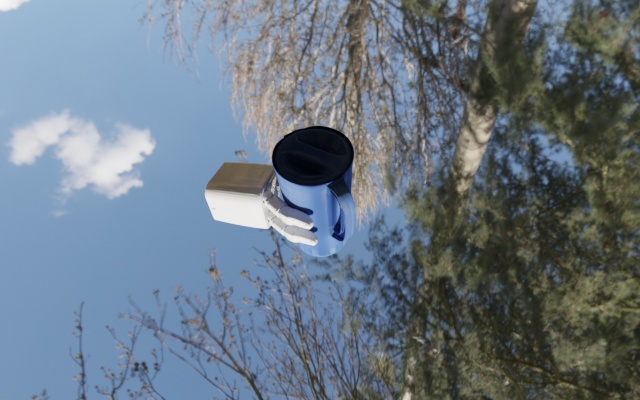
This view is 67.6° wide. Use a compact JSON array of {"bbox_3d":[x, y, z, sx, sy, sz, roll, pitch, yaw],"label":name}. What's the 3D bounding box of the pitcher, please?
[{"bbox_3d":[0.000,0.003,0.849,0.145,0.149,0.243,7,-37,10],"label":"pitcher"}]
